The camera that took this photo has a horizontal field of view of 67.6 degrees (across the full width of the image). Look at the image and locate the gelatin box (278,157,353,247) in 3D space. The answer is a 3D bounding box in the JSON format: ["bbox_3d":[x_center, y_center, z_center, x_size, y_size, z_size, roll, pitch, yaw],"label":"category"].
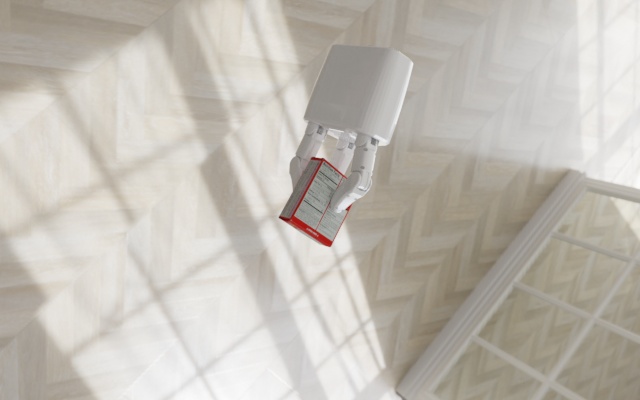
[{"bbox_3d":[0.000,0.002,0.589,0.073,0.089,0.030,36,-16,-35],"label":"gelatin box"}]
